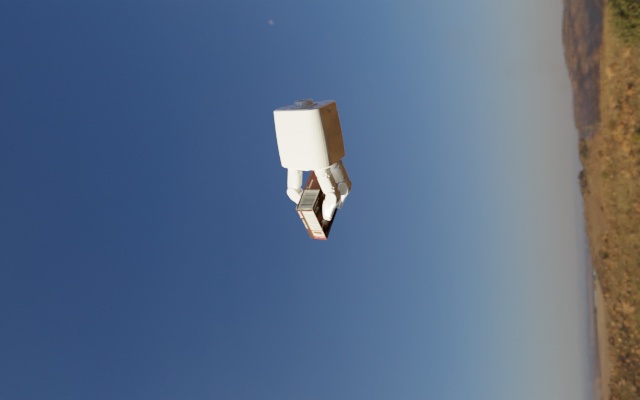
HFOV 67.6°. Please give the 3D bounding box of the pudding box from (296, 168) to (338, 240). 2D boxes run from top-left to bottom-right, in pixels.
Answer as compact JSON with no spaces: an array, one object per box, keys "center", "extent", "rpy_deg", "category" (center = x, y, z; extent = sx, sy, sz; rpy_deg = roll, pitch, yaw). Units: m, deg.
[{"center":[0.000,0.003,0.900],"extent":[0.039,0.113,0.090],"rpy_deg":[3,-40,26],"category":"pudding box"}]
